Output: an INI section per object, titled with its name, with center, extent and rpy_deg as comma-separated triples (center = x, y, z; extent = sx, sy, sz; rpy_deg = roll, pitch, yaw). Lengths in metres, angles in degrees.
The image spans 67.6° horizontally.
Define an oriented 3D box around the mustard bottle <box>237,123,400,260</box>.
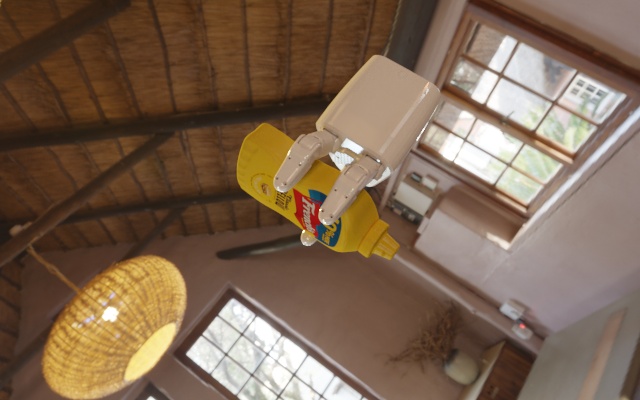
[mustard bottle]
center = 0.000, 0.002, 0.511
extent = 0.191, 0.096, 0.058
rpy_deg = 34, 53, 14
